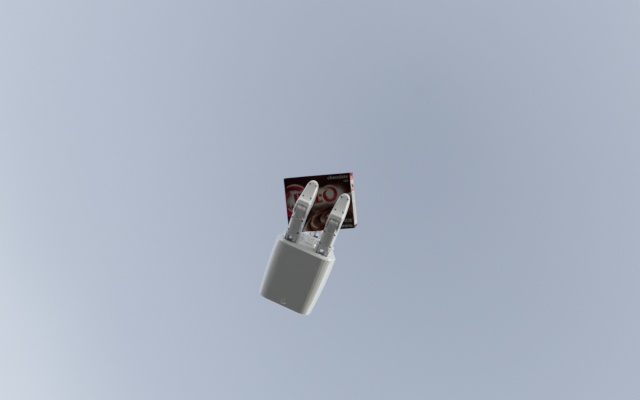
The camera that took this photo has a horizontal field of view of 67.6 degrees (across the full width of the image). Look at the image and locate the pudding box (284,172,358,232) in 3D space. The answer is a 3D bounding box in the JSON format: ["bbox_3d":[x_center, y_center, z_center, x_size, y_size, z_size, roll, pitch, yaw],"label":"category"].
[{"bbox_3d":[0.000,0.003,0.776,0.113,0.090,0.039,-5,5,11],"label":"pudding box"}]
